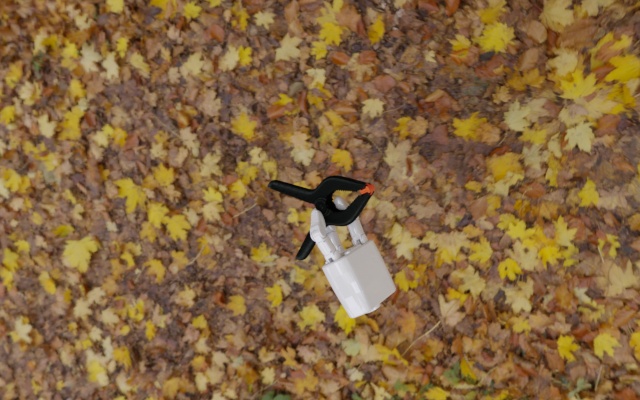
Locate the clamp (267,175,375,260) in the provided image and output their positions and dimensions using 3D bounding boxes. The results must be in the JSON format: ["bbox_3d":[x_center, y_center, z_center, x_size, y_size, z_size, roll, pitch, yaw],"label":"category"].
[{"bbox_3d":[0.000,0.003,0.885,0.210,0.164,0.036,-29,-3,30],"label":"clamp"}]
